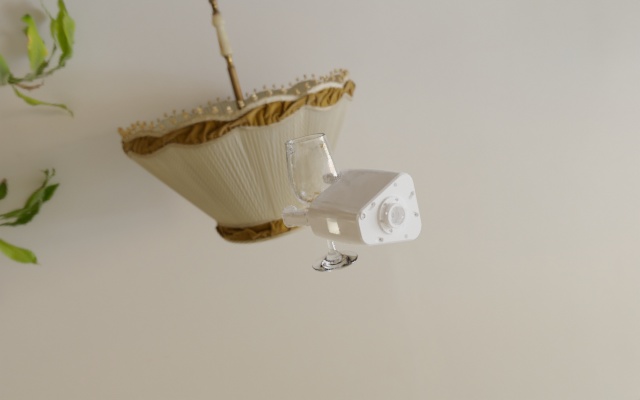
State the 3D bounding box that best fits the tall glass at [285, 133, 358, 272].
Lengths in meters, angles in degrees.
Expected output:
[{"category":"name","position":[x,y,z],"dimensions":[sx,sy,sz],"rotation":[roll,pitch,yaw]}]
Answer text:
[{"category":"tall glass","position":[0.000,0.003,0.728],"dimensions":[0.079,0.201,0.079],"rotation":[-13,14,3]}]
